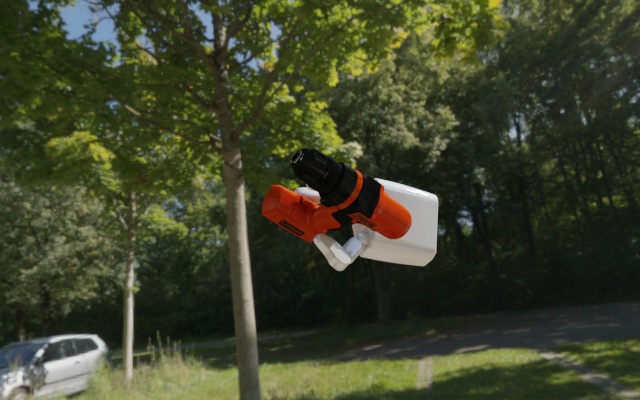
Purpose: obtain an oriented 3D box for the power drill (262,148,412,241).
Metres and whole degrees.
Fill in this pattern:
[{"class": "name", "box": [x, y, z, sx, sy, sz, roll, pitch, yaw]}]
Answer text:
[{"class": "power drill", "box": [0.000, 0.002, 0.635, 0.184, 0.057, 0.187, 34, -24, -28]}]
